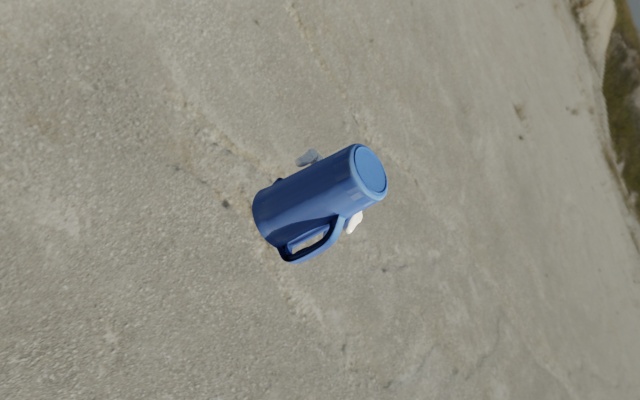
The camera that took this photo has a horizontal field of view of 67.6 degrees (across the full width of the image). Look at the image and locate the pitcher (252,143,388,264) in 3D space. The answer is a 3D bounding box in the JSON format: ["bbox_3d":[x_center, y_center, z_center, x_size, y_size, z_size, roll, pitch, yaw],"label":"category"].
[{"bbox_3d":[0.000,0.003,0.875,0.243,0.149,0.145,-27,10,36],"label":"pitcher"}]
